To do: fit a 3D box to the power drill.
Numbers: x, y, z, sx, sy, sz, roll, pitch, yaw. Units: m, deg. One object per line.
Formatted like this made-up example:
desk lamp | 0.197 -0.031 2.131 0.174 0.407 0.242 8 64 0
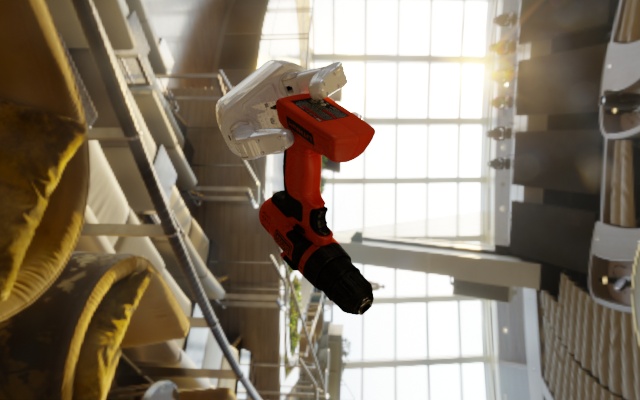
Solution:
power drill | 0.000 0.001 0.482 0.057 0.188 0.184 -17 42 -34
